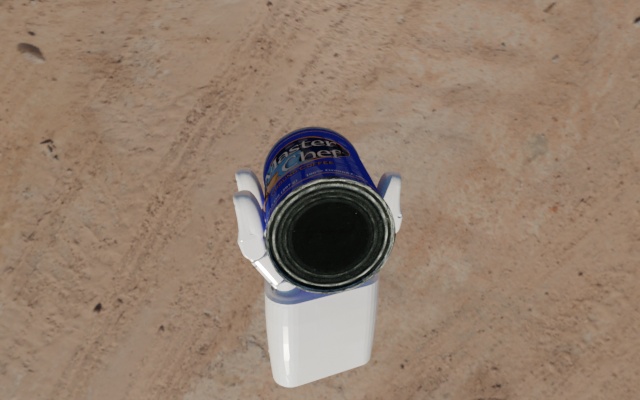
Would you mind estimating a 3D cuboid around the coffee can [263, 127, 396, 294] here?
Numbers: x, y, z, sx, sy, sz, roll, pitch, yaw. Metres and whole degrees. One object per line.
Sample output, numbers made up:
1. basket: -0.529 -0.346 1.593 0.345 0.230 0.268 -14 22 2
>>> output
1. coffee can: 0.000 0.001 0.431 0.103 0.103 0.140 0 24 -7
